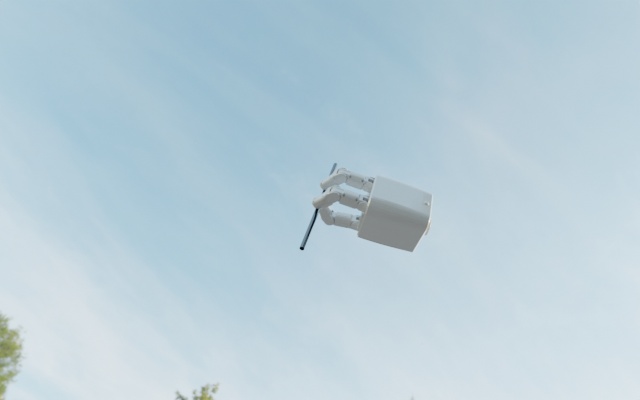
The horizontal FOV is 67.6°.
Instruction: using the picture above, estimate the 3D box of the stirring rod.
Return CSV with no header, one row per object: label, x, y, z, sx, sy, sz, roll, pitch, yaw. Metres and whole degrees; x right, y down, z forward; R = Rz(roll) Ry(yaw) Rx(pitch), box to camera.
stirring rod,0.000,0.003,0.837,0.011,0.011,0.239,0,37,18
